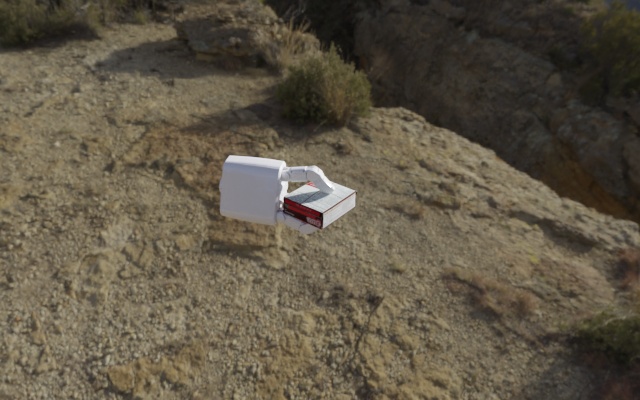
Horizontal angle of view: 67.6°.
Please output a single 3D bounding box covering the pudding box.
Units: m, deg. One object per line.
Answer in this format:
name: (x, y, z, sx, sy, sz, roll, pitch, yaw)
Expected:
pudding box: (0.000, 0.003, 0.869, 0.090, 0.039, 0.113, 23, 36, 30)
